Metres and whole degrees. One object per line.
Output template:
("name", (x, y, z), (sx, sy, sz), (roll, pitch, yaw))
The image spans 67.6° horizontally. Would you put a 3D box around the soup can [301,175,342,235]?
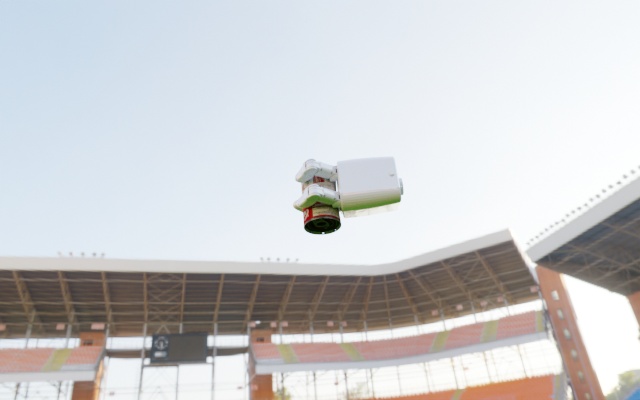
("soup can", (0.000, 0.003, 0.875), (0.068, 0.102, 0.068), (-4, -29, -2))
